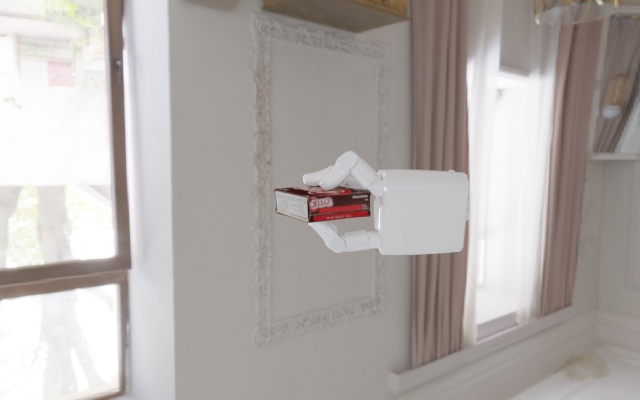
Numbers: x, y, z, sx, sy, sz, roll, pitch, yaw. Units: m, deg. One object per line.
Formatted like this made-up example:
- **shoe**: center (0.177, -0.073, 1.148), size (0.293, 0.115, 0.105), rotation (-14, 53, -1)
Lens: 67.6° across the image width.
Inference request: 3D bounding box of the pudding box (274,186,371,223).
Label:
- **pudding box**: center (0.000, 0.002, 0.630), size (0.090, 0.039, 0.113), rotation (-4, 5, -27)
